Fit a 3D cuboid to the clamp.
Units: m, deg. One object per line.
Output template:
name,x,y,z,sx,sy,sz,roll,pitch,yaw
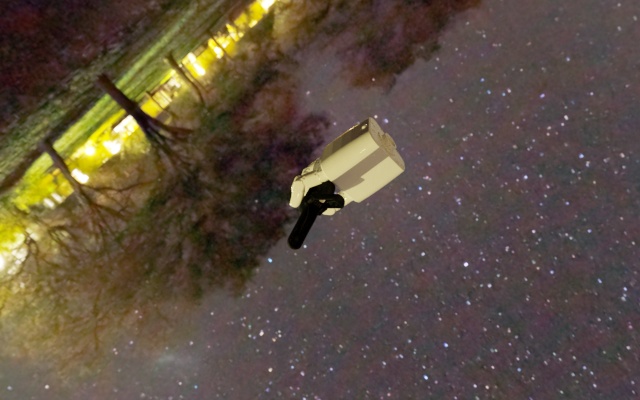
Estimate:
clamp,0.000,0.003,0.811,0.120,0.039,0.171,-35,22,24
